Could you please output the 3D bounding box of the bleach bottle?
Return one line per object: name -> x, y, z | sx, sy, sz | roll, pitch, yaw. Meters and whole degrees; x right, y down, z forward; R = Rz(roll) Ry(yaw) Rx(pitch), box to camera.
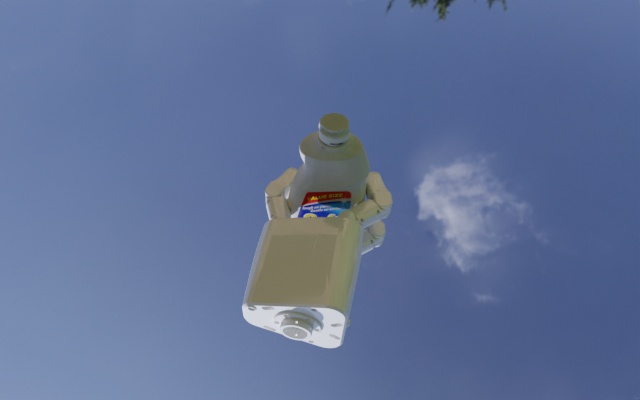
bleach bottle -> 0.000, 0.002, 0.565 | 0.102, 0.068, 0.251 | 10, -40, 5
